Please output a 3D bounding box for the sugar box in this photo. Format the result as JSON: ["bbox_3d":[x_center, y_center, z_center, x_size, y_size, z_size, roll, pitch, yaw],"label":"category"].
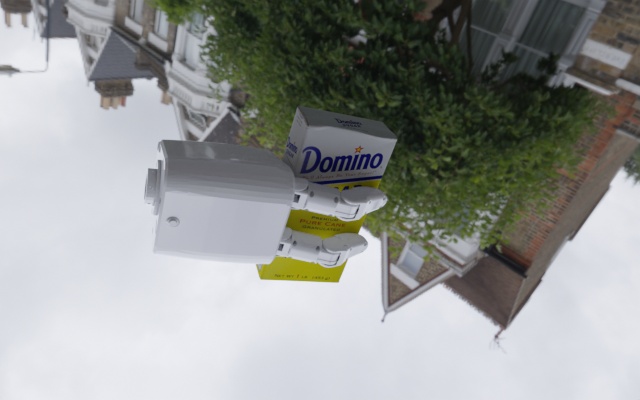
[{"bbox_3d":[0.000,0.002,0.474,0.093,0.176,0.048,6,32,-23],"label":"sugar box"}]
